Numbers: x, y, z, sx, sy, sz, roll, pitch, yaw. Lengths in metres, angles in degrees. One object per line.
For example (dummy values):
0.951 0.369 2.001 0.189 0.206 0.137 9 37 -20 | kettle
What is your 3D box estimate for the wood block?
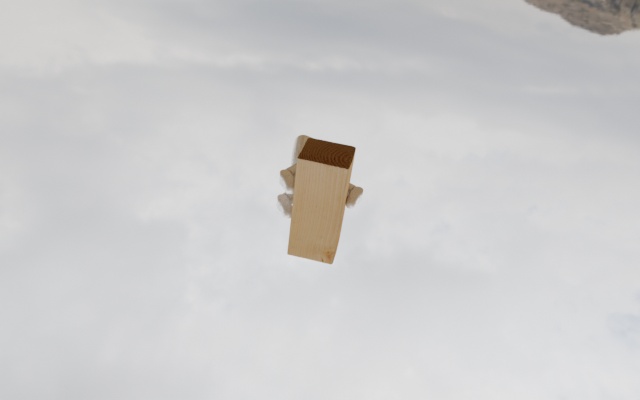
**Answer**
0.000 0.003 0.875 0.091 0.206 0.090 12 33 6 | wood block
